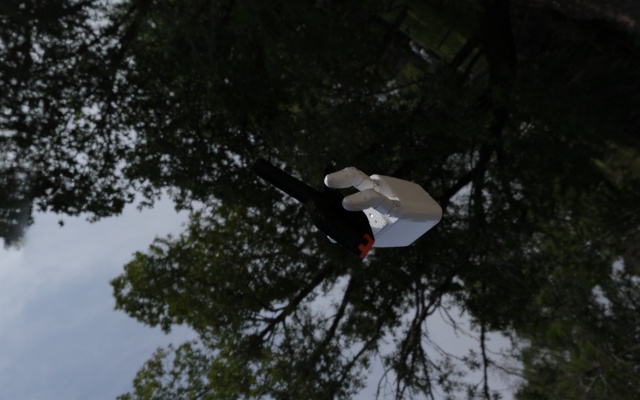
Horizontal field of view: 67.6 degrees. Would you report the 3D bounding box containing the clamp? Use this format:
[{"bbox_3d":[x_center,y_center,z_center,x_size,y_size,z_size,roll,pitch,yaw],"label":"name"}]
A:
[{"bbox_3d":[0.000,0.003,0.701,0.164,0.036,0.210,4,36,-38],"label":"clamp"}]
